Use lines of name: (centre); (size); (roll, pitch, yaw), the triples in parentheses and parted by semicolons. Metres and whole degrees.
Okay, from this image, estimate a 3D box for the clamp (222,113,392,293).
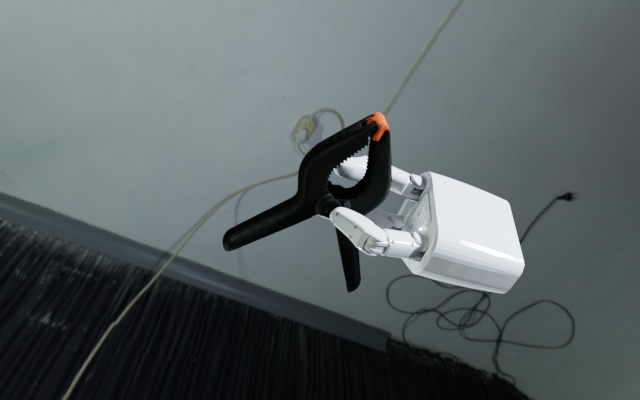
clamp: (0.001, 0.002, 0.487); (0.164, 0.210, 0.036); (15, 31, -15)
